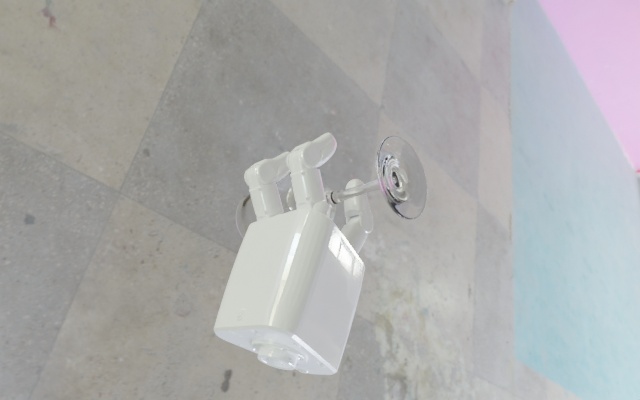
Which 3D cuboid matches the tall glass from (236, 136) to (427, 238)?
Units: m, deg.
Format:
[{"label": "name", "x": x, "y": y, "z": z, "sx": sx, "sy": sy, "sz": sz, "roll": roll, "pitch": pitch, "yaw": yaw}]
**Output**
[{"label": "tall glass", "x": 0.001, "y": 0.001, "z": 0.475, "sx": 0.201, "sy": 0.079, "sz": 0.079, "roll": -16, "pitch": -11, "yaw": 42}]
